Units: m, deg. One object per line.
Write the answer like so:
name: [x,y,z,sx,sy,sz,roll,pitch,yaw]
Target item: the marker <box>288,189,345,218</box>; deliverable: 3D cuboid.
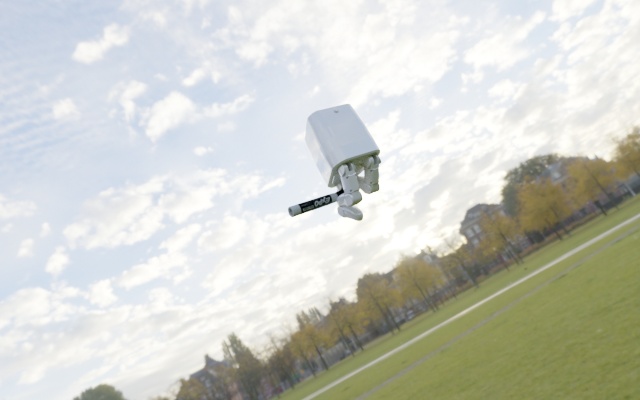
marker: [0.000,0.003,0.814,0.121,0.020,0.020,-19,10,-30]
